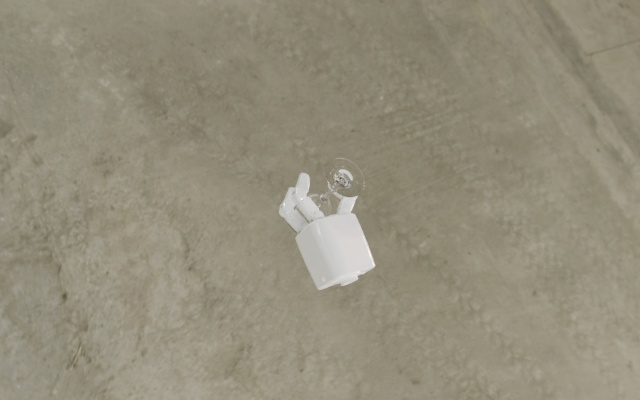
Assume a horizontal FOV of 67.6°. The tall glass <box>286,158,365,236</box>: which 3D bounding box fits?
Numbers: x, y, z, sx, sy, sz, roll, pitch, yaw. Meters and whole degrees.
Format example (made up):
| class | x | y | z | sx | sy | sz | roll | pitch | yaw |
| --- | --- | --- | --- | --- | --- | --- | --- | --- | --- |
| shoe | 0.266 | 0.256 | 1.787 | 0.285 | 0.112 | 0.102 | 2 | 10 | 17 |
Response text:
| class | x | y | z | sx | sy | sz | roll | pitch | yaw |
| --- | --- | --- | --- | --- | --- | --- | --- | --- | --- |
| tall glass | 0.000 | 0.002 | 0.883 | 0.079 | 0.079 | 0.201 | 0 | -25 | -28 |
